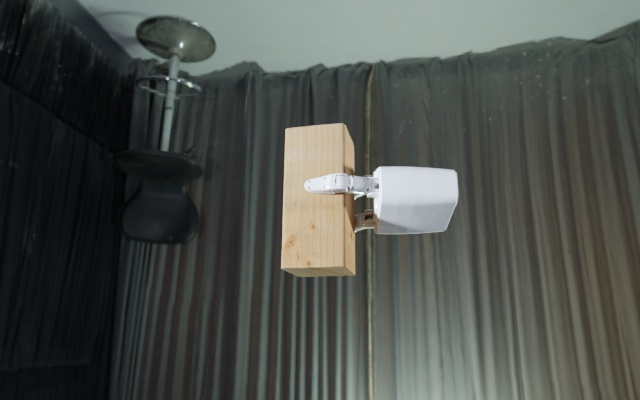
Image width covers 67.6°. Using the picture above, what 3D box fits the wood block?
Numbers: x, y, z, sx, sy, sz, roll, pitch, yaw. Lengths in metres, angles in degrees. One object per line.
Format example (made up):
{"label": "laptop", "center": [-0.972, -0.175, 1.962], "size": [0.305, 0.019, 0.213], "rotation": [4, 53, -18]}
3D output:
{"label": "wood block", "center": [0.000, 0.002, 0.699], "size": [0.090, 0.206, 0.091], "rotation": [-3, -17, 13]}
